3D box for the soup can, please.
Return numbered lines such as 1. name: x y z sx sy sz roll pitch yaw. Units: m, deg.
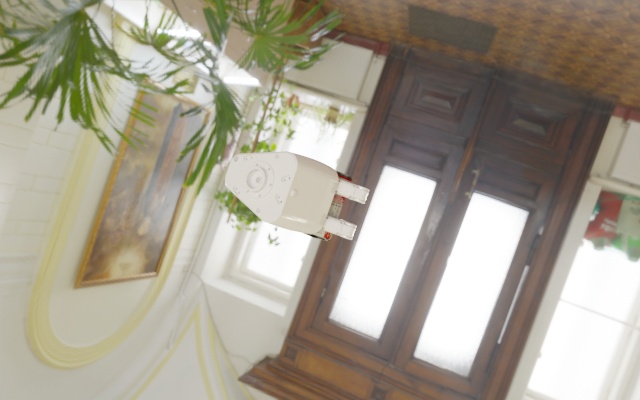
1. soup can: 0.000 0.003 0.715 0.068 0.102 0.068 20 1 0
